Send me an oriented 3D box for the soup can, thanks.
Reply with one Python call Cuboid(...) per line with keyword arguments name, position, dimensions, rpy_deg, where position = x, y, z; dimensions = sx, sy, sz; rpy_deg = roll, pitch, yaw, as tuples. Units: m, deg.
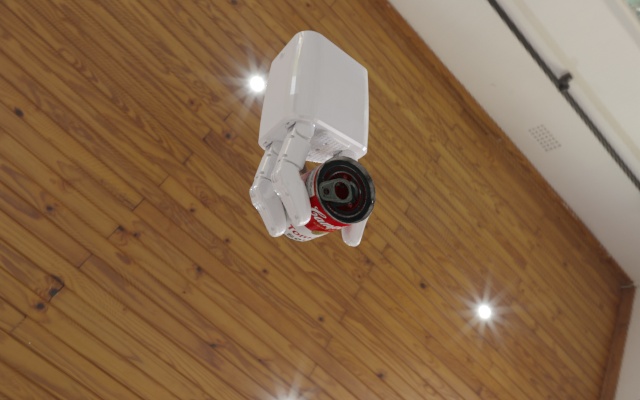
Cuboid(name="soup can", position=(0.000, 0.002, 0.498), dimensions=(0.068, 0.068, 0.102), rpy_deg=(0, -14, -31))
